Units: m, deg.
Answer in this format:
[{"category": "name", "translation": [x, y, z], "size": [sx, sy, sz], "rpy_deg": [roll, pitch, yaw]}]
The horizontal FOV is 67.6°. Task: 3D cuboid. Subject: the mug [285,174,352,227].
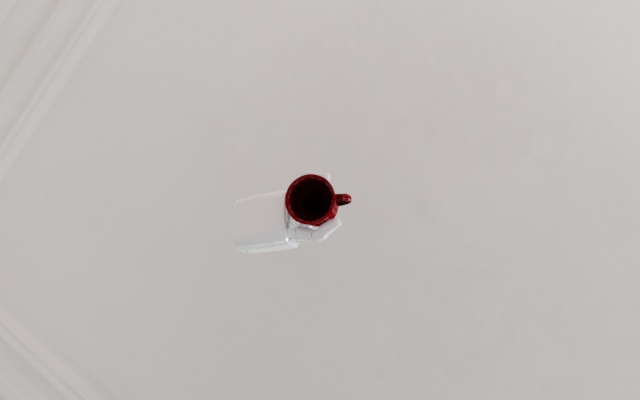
[{"category": "mug", "translation": [0.002, 0.003, 0.892], "size": [0.117, 0.093, 0.081], "rpy_deg": [-9, -12, 9]}]
